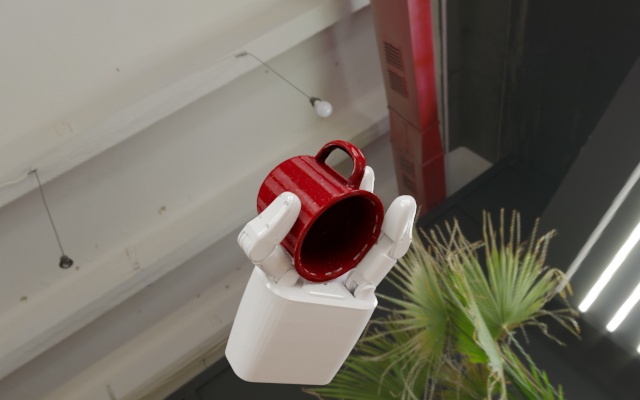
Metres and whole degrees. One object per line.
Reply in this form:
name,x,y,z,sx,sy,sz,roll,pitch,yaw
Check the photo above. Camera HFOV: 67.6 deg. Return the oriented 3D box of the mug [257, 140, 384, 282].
mug,0.000,0.000,0.422,0.093,0.117,0.081,4,28,-42
